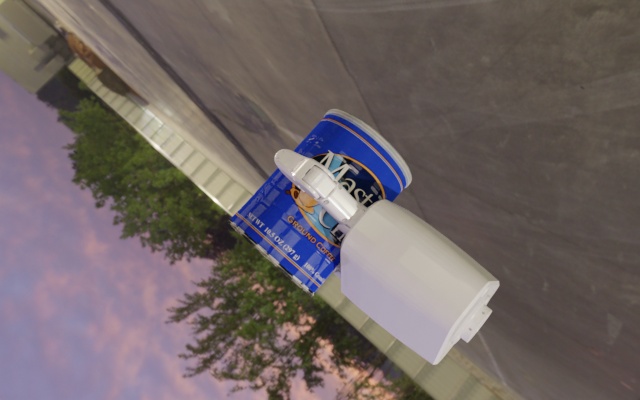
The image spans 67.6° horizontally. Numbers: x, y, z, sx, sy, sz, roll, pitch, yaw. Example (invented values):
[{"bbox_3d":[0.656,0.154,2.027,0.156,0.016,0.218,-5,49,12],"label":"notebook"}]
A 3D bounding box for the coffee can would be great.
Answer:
[{"bbox_3d":[0.000,0.001,0.441,0.103,0.140,0.103,41,-8,7],"label":"coffee can"}]
